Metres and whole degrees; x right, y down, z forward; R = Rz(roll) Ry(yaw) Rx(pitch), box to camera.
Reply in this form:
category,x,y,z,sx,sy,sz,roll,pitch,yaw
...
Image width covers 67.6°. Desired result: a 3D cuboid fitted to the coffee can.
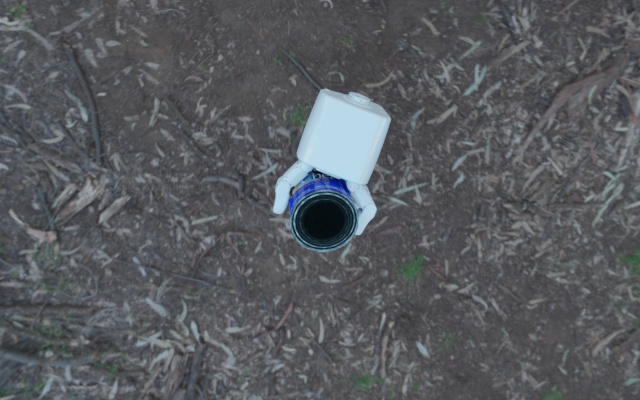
category,x,y,z,sx,sy,sz,roll,pitch,yaw
coffee can,0.000,0.003,0.760,0.103,0.103,0.140,0,25,-5
